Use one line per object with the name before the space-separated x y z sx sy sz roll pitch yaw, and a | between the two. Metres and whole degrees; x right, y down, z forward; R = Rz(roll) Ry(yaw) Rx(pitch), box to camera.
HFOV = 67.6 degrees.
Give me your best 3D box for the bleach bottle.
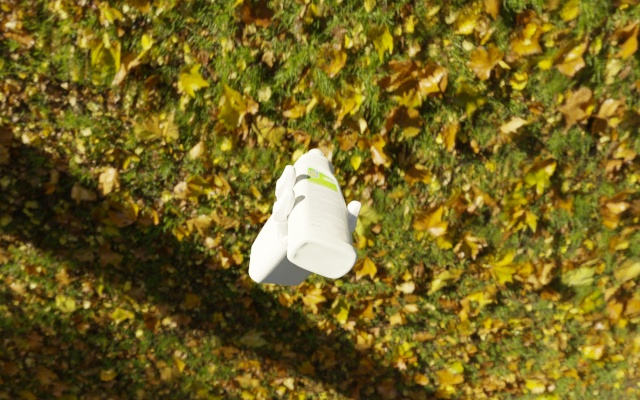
bleach bottle | 0.000 0.002 0.775 0.102 0.068 0.250 24 36 -20
